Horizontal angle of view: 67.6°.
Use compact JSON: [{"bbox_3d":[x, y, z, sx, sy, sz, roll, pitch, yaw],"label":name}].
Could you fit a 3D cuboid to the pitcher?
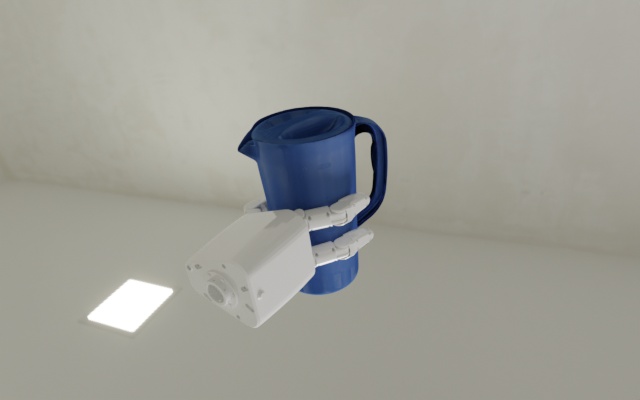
[{"bbox_3d":[0.000,0.002,0.646,0.149,0.243,0.145,12,35,32],"label":"pitcher"}]
